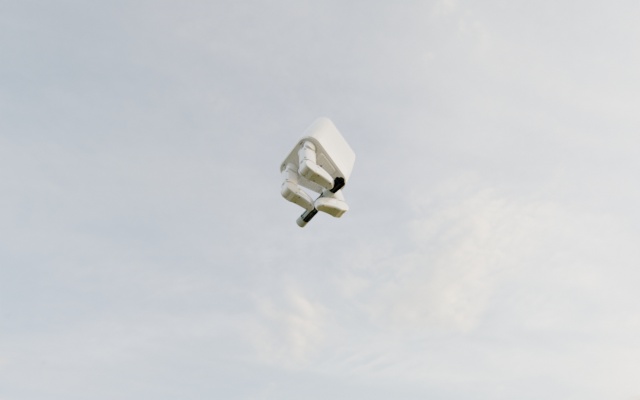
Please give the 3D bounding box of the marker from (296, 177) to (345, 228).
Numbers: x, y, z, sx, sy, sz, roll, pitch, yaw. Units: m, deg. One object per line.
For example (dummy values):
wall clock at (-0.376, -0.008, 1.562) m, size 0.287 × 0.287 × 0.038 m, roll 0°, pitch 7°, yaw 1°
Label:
marker at (0.000, 0.003, 0.788) m, size 0.020 × 0.020 × 0.121 m, roll 0°, pitch -38°, yaw -47°
